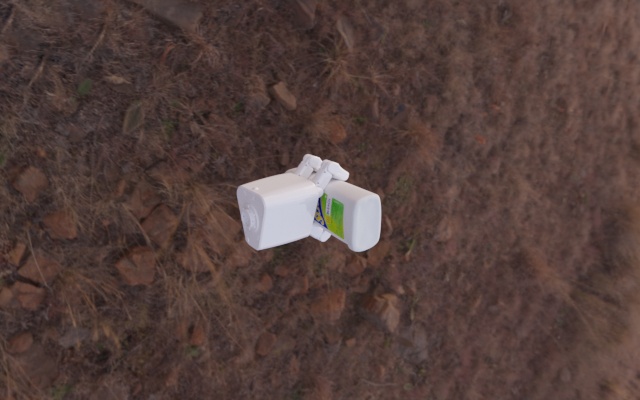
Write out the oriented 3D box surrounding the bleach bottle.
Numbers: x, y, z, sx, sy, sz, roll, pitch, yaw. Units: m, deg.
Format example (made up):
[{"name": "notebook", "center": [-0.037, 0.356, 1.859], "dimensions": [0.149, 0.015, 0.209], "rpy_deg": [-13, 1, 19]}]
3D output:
[{"name": "bleach bottle", "center": [0.000, 0.003, 0.878], "dimensions": [0.068, 0.103, 0.250], "rpy_deg": [-16, 26, -36]}]
